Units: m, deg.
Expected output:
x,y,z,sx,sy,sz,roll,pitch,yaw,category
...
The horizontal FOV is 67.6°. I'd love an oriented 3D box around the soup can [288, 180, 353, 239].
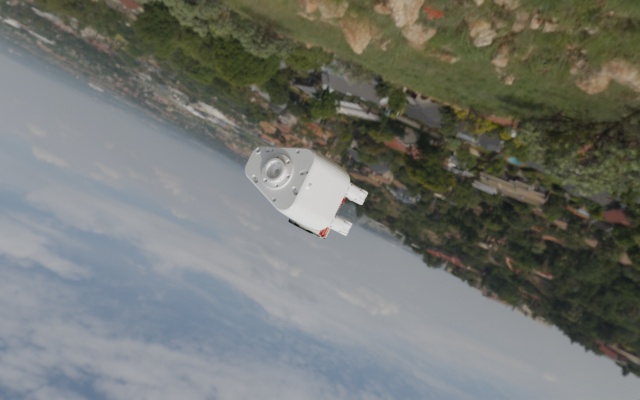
x,y,z,sx,sy,sz,roll,pitch,yaw,category
0.000,0.003,0.760,0.068,0.102,0.068,26,-1,1,soup can
